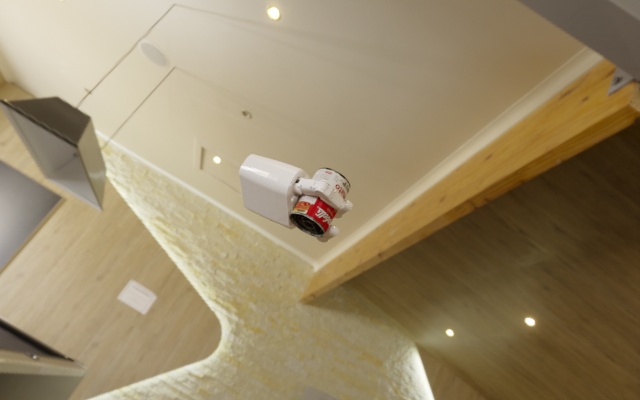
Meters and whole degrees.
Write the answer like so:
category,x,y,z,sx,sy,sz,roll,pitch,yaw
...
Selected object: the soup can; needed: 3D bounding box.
category,x,y,z,sx,sy,sz,roll,pitch,yaw
soup can,0.001,0.003,0.819,0.068,0.102,0.068,25,-26,13
